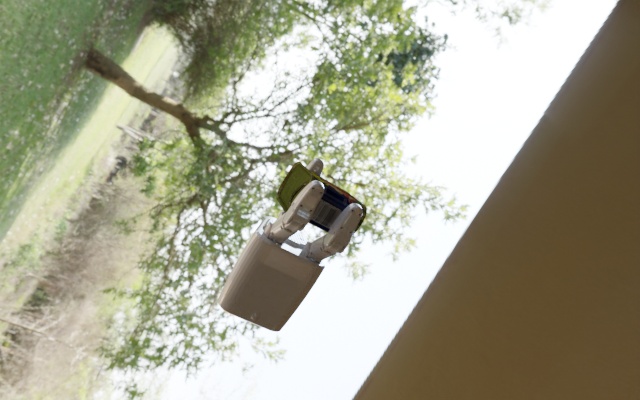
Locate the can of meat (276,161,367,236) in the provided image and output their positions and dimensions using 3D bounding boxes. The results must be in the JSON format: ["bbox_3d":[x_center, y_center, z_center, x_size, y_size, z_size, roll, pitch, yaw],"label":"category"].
[{"bbox_3d":[0.000,0.002,0.594,0.084,0.057,0.102,29,6,-20],"label":"can of meat"}]
